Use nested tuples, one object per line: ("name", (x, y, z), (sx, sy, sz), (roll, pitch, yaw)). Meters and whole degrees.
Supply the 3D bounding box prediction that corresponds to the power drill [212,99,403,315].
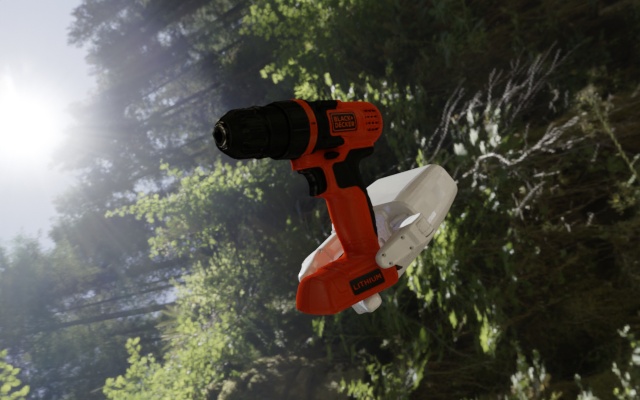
("power drill", (0.000, 0.002, 0.431), (0.184, 0.187, 0.057), (-13, 5, -41))
